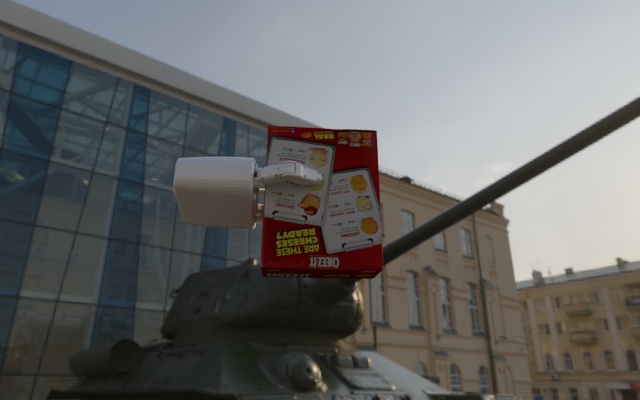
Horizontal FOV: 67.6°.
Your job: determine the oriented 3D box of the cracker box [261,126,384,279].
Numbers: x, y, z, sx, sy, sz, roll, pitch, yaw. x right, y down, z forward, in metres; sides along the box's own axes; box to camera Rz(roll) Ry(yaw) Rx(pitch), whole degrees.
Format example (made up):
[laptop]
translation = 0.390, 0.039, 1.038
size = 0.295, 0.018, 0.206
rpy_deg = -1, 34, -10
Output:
[cracker box]
translation = 0.000, 0.002, 0.689
size = 0.164, 0.213, 0.072
rpy_deg = 2, -21, -4
